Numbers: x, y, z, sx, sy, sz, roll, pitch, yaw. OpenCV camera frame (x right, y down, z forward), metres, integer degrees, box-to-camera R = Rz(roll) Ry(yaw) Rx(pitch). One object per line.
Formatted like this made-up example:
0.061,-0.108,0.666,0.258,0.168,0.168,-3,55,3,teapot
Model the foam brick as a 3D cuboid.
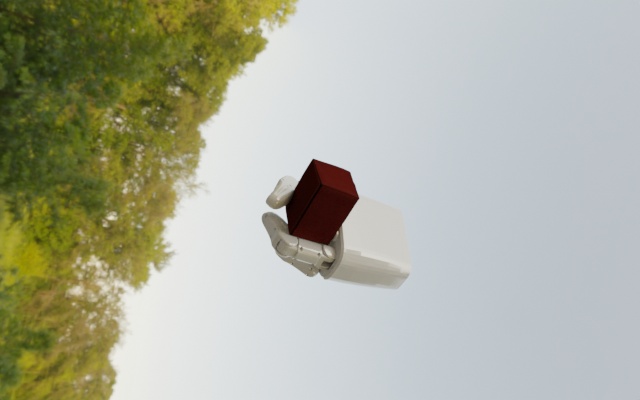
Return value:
0.000,0.002,0.544,0.051,0.078,0.053,17,34,-23,foam brick
